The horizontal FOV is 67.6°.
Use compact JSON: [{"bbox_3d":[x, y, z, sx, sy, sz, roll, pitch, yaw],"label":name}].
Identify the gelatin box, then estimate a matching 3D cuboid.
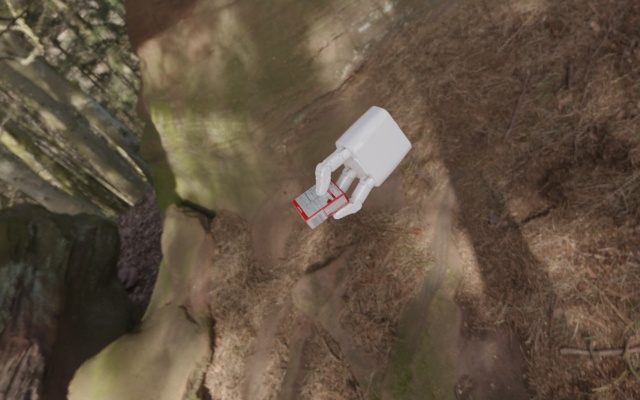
[{"bbox_3d":[0.000,0.003,0.895,0.089,0.030,0.073,-36,40,-3],"label":"gelatin box"}]
